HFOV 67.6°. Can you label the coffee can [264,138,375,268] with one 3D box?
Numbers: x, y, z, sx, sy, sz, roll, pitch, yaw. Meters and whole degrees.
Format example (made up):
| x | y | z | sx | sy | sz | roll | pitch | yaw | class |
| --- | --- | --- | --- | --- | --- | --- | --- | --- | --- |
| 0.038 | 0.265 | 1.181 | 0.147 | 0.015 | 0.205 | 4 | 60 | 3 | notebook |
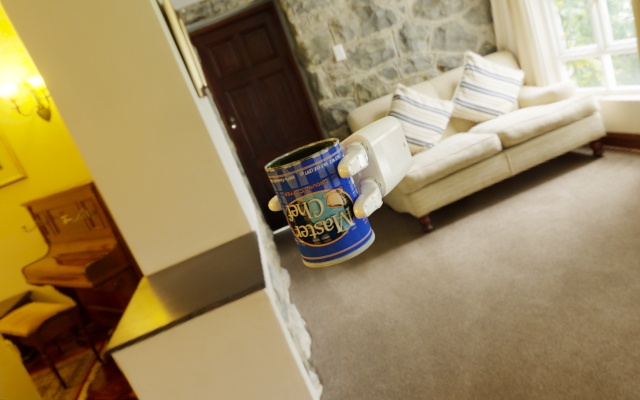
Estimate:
| x | y | z | sx | sy | sz | roll | pitch | yaw | class |
| --- | --- | --- | --- | --- | --- | --- | --- | --- | --- |
| 0.000 | 0.002 | 0.627 | 0.103 | 0.140 | 0.102 | -20 | 15 | 5 | coffee can |
